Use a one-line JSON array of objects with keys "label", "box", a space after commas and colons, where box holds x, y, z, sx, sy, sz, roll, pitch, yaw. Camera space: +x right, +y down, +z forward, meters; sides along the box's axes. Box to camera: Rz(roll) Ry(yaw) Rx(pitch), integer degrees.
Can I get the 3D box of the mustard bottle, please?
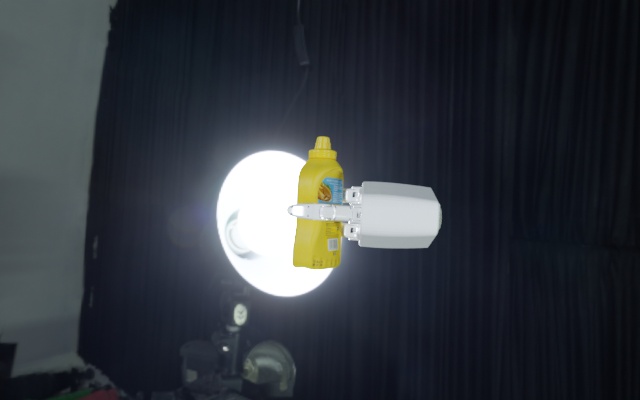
[{"label": "mustard bottle", "box": [0.000, 0.003, 0.702, 0.058, 0.191, 0.096, 3, -1, 30]}]
